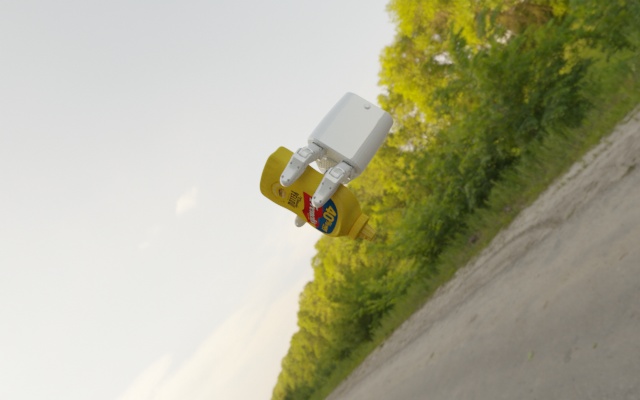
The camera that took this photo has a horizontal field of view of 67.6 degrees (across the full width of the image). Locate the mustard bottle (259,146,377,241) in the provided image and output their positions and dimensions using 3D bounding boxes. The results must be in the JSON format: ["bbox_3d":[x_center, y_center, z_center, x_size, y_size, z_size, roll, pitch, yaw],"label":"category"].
[{"bbox_3d":[0.000,0.002,0.722,0.191,0.096,0.058,33,48,10],"label":"mustard bottle"}]
